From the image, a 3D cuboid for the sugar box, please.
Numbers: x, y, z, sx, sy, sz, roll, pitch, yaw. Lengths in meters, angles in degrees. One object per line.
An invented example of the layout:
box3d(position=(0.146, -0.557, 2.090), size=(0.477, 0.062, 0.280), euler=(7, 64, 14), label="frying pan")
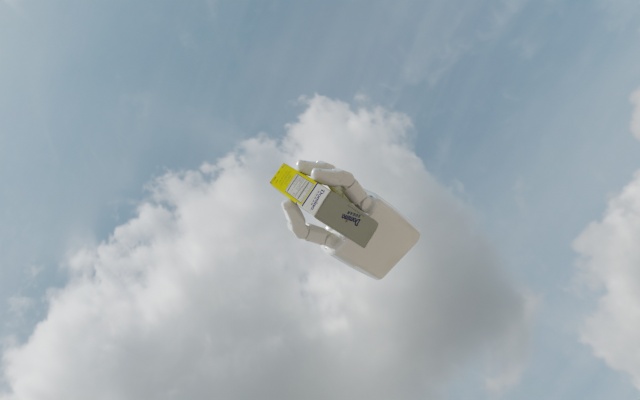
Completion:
box3d(position=(0.000, 0.002, 0.676), size=(0.093, 0.048, 0.176), euler=(33, -2, -30), label="sugar box")
